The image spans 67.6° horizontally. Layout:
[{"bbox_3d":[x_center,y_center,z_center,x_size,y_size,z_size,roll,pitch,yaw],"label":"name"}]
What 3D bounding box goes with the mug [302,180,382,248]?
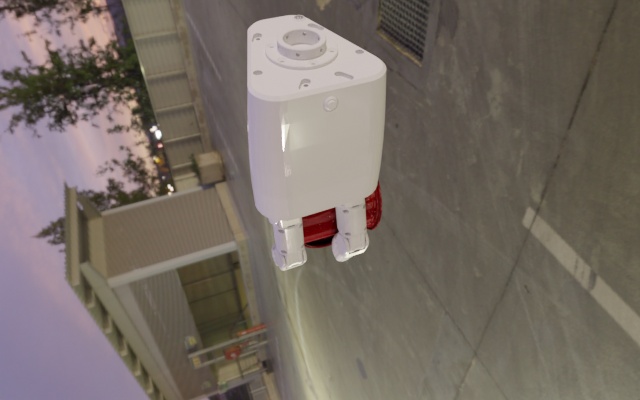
[{"bbox_3d":[0.000,0.003,0.454,0.081,0.117,0.093,-15,47,-16],"label":"mug"}]
